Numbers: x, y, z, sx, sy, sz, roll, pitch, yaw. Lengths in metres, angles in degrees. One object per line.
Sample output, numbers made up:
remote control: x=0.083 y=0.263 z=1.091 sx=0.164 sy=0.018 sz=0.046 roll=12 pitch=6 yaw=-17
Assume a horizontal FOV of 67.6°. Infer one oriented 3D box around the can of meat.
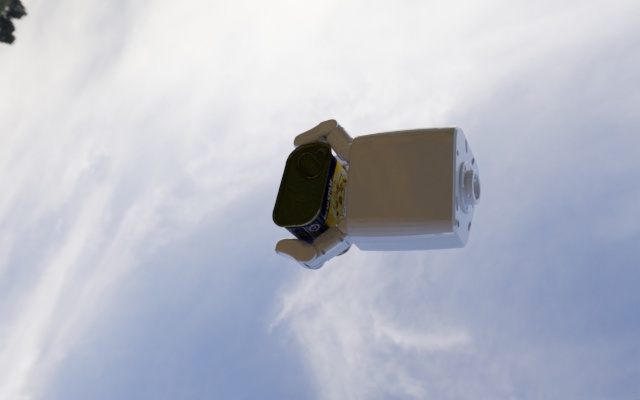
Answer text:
can of meat: x=0.000 y=0.002 z=0.527 sx=0.057 sy=0.102 sz=0.084 roll=-6 pitch=-33 yaw=30
